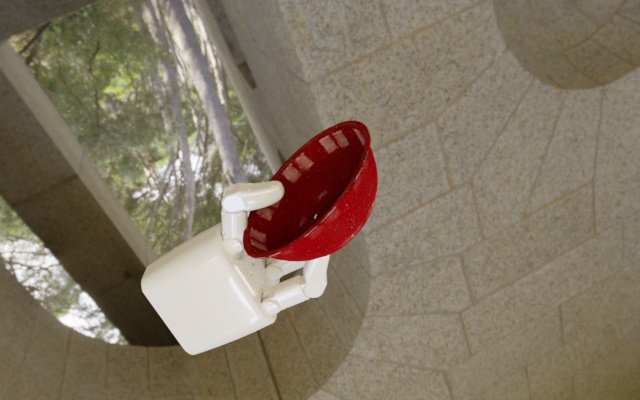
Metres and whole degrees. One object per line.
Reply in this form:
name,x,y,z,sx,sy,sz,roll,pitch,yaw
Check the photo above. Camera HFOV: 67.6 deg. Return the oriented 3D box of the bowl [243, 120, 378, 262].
bowl,0.001,0.001,0.455,0.055,0.162,0.162,42,-20,-25
